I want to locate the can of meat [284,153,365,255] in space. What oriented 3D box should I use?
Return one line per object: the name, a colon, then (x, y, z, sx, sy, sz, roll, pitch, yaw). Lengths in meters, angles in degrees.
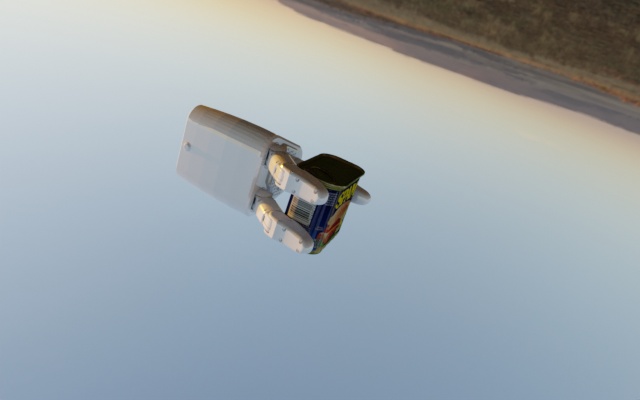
can of meat: (0.000, 0.002, 0.527, 0.057, 0.084, 0.102, 25, 22, 13)
